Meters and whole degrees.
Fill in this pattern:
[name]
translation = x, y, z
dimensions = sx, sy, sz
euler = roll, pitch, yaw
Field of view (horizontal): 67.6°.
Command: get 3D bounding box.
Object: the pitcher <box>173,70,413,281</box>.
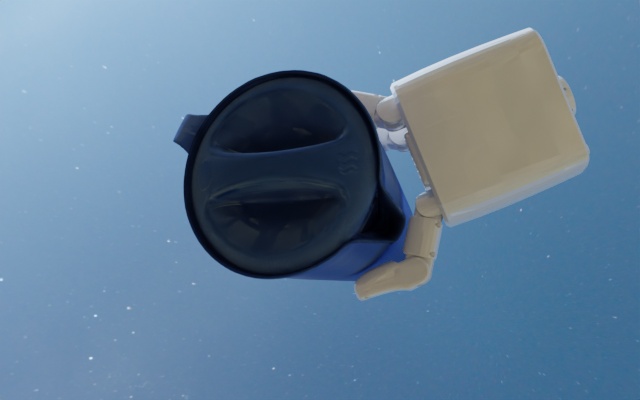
[pitcher]
translation = 0.000, 0.001, 0.401
dimensions = 0.145, 0.149, 0.243
euler = -23, -19, 13
